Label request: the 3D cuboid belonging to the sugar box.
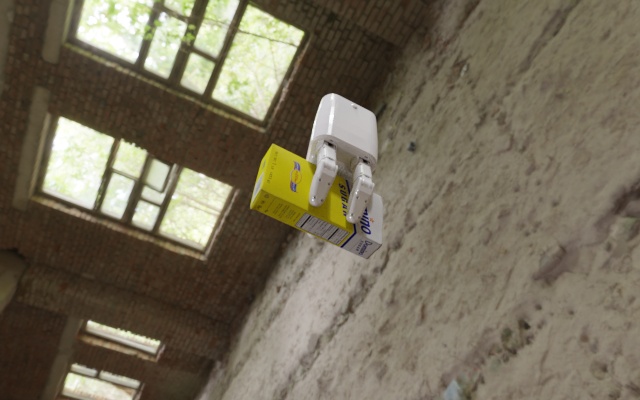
[{"bbox_3d":[0.000,0.002,0.634,0.176,0.093,0.048,23,-46,-15],"label":"sugar box"}]
